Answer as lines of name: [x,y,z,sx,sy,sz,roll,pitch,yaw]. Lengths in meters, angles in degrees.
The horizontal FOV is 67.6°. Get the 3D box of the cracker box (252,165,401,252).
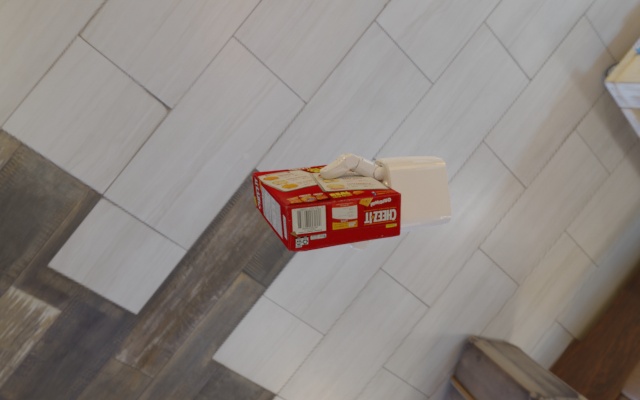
cracker box: [0.000,0.002,0.721,0.164,0.072,0.213,-7,17,-18]
